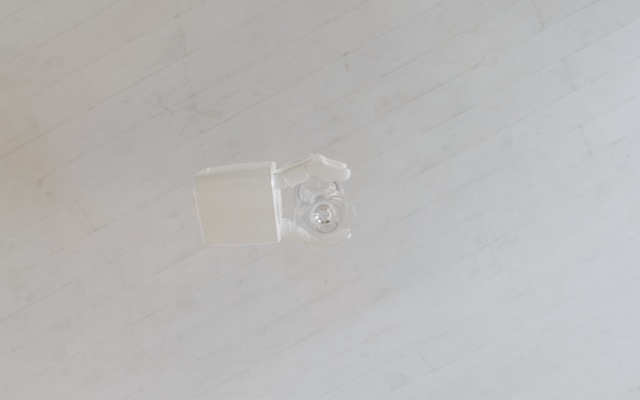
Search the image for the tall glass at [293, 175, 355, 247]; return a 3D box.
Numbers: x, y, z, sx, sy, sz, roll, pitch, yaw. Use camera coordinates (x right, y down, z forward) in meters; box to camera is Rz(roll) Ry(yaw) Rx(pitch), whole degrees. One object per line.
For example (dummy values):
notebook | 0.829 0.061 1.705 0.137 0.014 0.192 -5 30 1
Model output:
tall glass | 0.000 0.002 0.678 0.079 0.079 0.201 0 11 -3
